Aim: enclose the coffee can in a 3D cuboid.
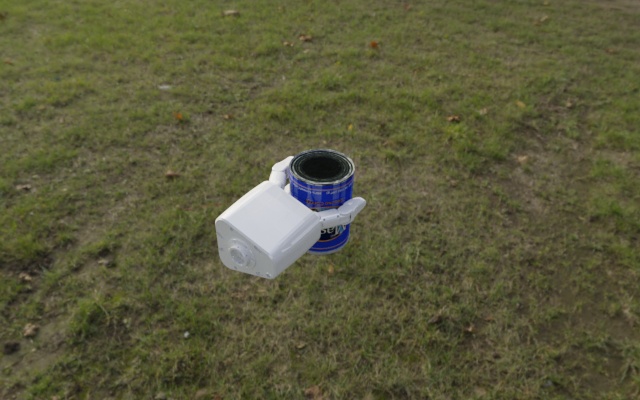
[{"bbox_3d":[0.000,0.003,0.774,0.103,0.140,0.102,1,36,-1],"label":"coffee can"}]
